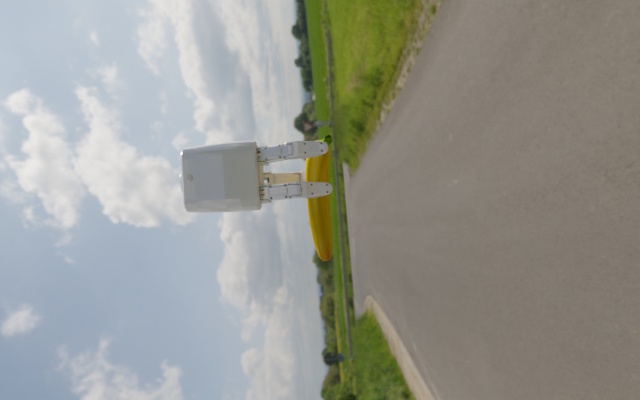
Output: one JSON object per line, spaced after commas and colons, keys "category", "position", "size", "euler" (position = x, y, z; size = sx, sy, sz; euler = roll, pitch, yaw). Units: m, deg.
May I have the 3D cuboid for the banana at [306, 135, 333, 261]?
{"category": "banana", "position": [-0.002, -0.008, 0.722], "size": [0.037, 0.198, 0.069], "euler": [-4, 22, -6]}
